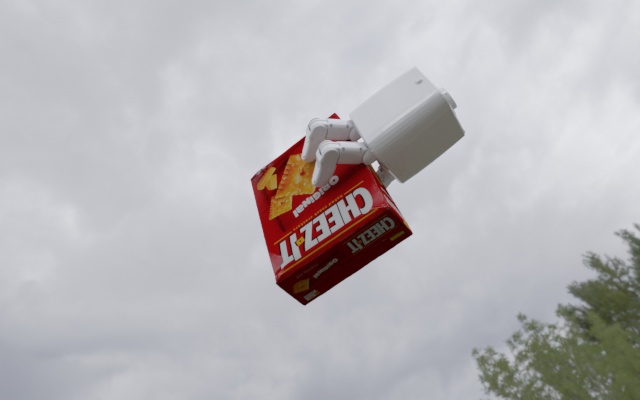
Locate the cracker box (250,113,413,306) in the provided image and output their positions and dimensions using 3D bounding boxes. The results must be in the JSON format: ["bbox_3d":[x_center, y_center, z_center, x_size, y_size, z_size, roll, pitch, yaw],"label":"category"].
[{"bbox_3d":[0.000,0.002,0.630,0.164,0.213,0.072,-36,-50,12],"label":"cracker box"}]
